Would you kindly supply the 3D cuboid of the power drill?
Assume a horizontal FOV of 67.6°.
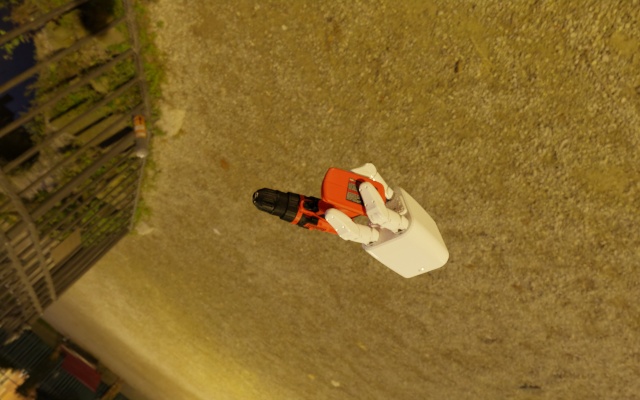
[{"bbox_3d":[0.001,0.003,0.761,0.184,0.057,0.188,15,-17,-22],"label":"power drill"}]
